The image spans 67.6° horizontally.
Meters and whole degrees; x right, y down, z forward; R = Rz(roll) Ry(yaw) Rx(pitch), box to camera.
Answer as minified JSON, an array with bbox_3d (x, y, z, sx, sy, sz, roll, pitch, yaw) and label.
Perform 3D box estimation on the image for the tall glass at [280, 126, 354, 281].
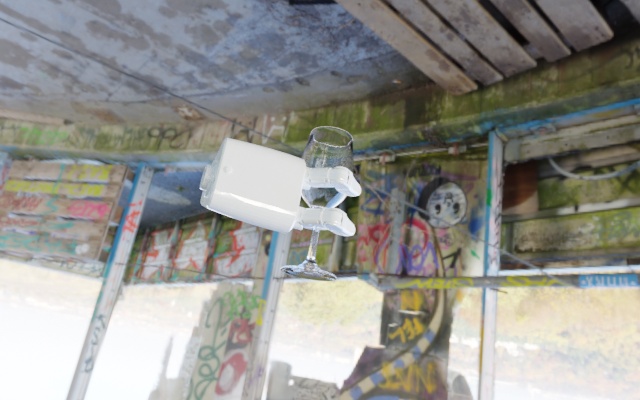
[{"bbox_3d":[0.000,0.003,0.646,0.079,0.201,0.079,9,-19,3],"label":"tall glass"}]
